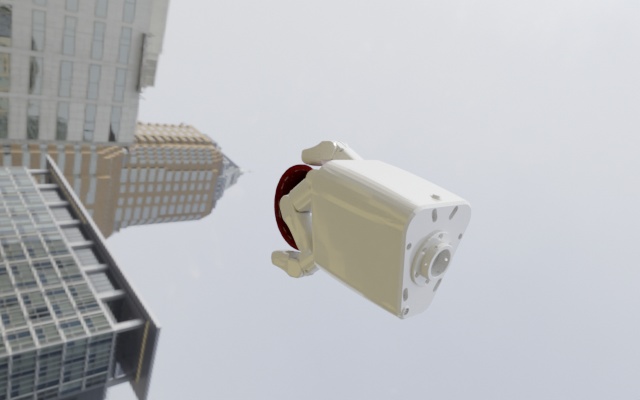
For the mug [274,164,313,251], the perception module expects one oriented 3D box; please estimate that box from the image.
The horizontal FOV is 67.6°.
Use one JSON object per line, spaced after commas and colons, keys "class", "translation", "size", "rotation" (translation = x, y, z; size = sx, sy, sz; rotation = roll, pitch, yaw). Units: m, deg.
{"class": "mug", "translation": [-0.001, 0.001, 0.541], "size": [0.081, 0.093, 0.117], "rotation": [-4, 23, -42]}
